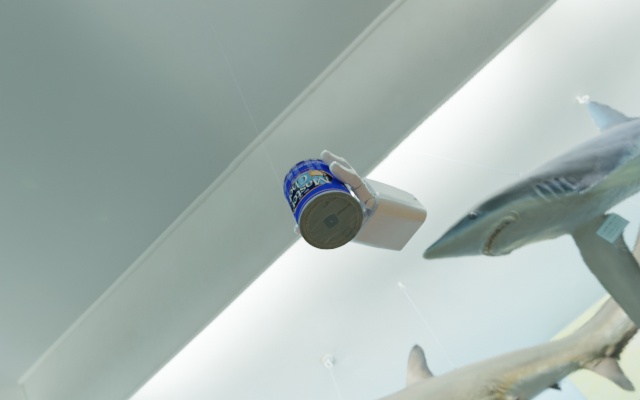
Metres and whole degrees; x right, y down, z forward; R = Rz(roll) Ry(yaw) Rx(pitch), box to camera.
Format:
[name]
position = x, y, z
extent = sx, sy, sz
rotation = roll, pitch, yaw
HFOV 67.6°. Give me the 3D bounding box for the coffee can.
[coffee can]
position = 0.000, 0.003, 0.796
extent = 0.103, 0.103, 0.140
rotation = 0, 26, -16
